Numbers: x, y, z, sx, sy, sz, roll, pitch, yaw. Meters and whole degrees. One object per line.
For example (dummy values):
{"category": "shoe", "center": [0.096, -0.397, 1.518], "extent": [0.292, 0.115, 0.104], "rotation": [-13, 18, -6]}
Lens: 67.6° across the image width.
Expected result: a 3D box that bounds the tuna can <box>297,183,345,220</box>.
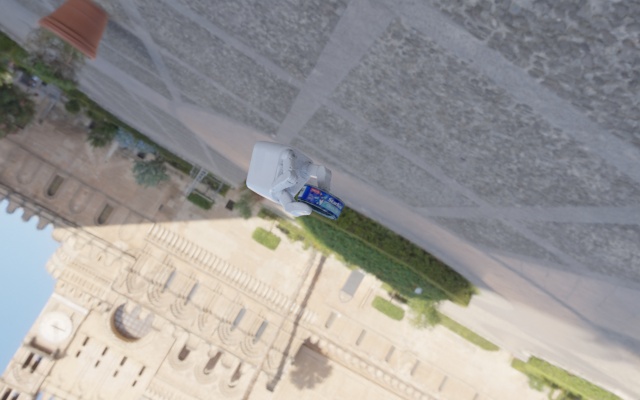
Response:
{"category": "tuna can", "center": [0.000, 0.003, 0.896], "extent": [0.086, 0.033, 0.086], "rotation": [26, -9, 4]}
